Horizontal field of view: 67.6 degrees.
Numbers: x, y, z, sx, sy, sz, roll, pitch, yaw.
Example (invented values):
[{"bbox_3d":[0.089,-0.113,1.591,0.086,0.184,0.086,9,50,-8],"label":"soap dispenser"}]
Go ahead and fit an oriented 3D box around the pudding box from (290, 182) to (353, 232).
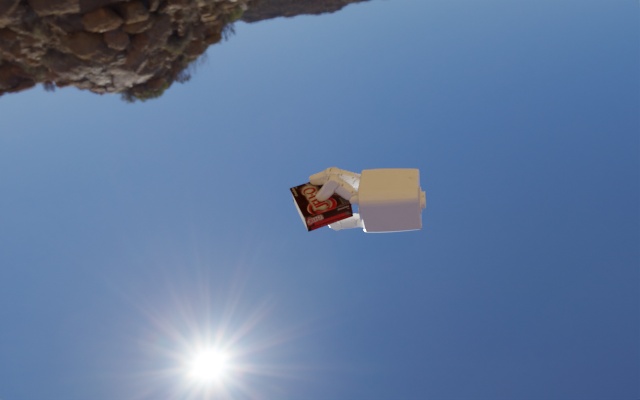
[{"bbox_3d":[0.000,0.003,0.894,0.090,0.039,0.113,-18,32,-9],"label":"pudding box"}]
